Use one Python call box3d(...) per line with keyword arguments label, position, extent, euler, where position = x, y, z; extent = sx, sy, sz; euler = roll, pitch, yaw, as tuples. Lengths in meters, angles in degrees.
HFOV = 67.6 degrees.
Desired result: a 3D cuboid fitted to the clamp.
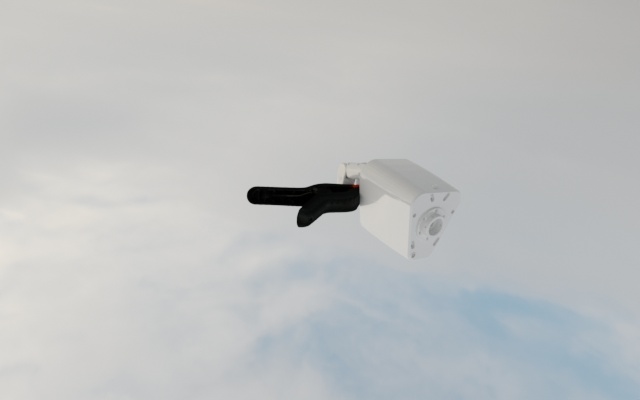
box3d(label="clamp", position=(0.000, 0.003, 0.647), extent=(0.171, 0.039, 0.120), euler=(-7, 27, -33))
